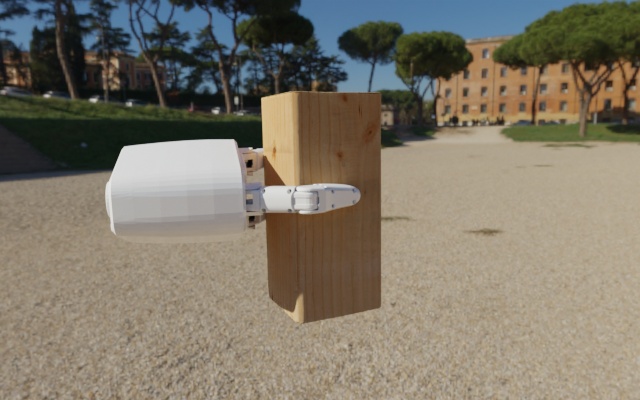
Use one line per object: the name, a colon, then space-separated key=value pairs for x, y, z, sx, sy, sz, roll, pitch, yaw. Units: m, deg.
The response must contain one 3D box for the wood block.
wood block: x=0.000 y=0.001 z=0.470 sx=0.090 sy=0.206 sz=0.091 roll=-5 pitch=10 yaw=-24
